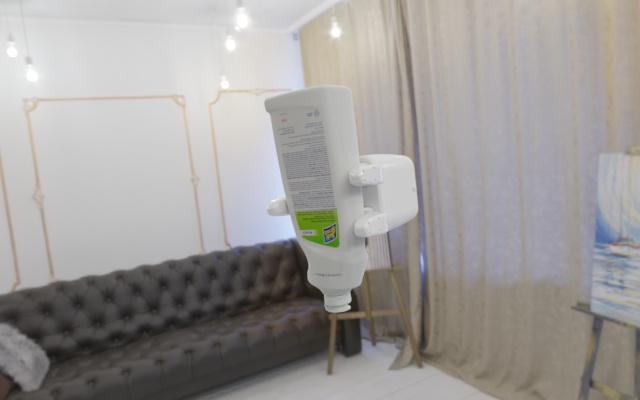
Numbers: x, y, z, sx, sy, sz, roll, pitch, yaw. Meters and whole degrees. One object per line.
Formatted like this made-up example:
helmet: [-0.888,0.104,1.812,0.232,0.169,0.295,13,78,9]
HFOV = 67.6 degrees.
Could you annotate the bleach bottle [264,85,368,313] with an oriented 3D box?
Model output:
bleach bottle: [0.000,0.002,0.550,0.102,0.251,0.068,-3,5,38]
